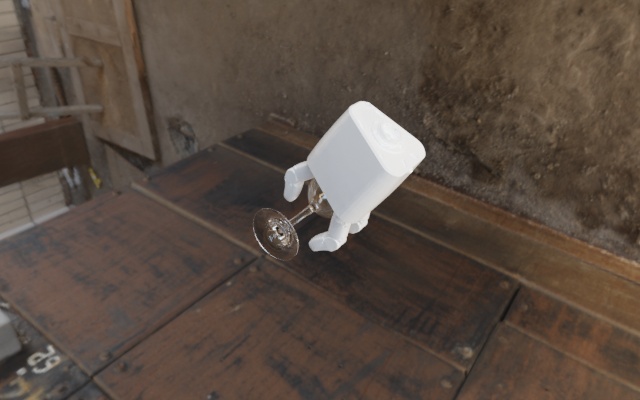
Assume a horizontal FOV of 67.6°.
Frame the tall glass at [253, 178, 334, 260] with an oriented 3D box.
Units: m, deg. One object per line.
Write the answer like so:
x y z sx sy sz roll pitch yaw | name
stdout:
0.000 0.003 0.673 0.079 0.079 0.201 0 24 39 | tall glass
